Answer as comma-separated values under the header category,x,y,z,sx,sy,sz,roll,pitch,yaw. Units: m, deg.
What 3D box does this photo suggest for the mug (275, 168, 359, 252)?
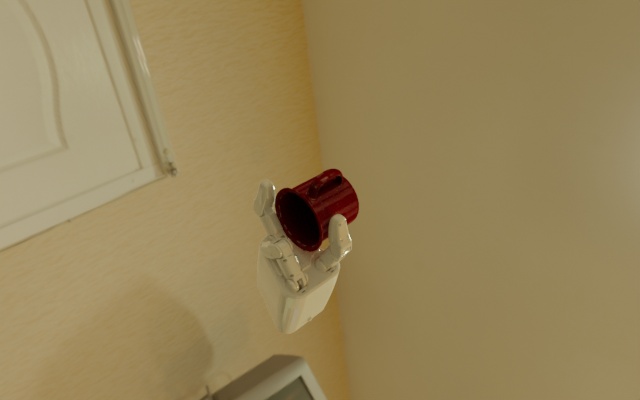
category,x,y,z,sx,sy,sz,roll,pitch,yaw
mug,0.000,0.001,0.644,0.081,0.117,0.093,-30,59,-35
